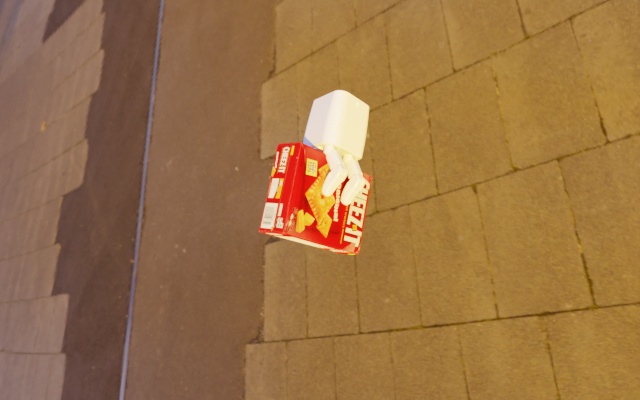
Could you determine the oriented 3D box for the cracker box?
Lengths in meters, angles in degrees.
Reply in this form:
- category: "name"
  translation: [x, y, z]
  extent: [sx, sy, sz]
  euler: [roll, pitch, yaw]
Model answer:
- category: "cracker box"
  translation: [0.000, 0.003, 0.892]
  extent: [0.072, 0.164, 0.214]
  euler: [3, -12, 44]
